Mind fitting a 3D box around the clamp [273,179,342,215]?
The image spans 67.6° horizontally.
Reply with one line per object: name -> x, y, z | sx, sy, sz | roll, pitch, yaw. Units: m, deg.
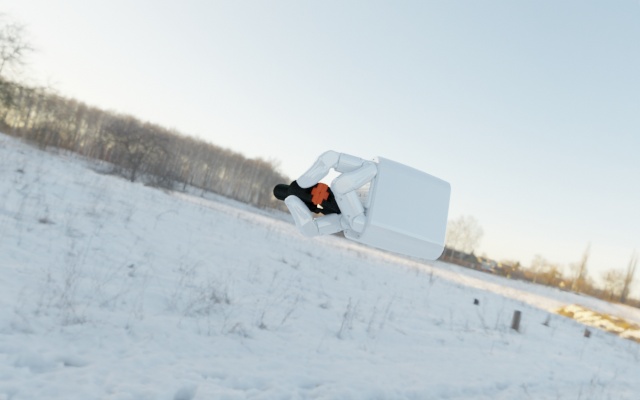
clamp -> 0.000, 0.002, 0.673 | 0.120, 0.039, 0.171 | 16, -3, -13
